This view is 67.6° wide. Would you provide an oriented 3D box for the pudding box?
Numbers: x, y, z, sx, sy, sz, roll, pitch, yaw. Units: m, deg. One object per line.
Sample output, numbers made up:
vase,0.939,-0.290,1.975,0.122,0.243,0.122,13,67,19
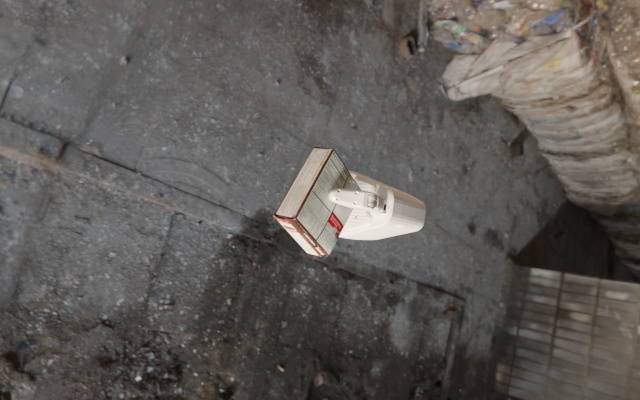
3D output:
pudding box,0.000,0.002,0.608,0.039,0.113,0.090,4,-34,39
